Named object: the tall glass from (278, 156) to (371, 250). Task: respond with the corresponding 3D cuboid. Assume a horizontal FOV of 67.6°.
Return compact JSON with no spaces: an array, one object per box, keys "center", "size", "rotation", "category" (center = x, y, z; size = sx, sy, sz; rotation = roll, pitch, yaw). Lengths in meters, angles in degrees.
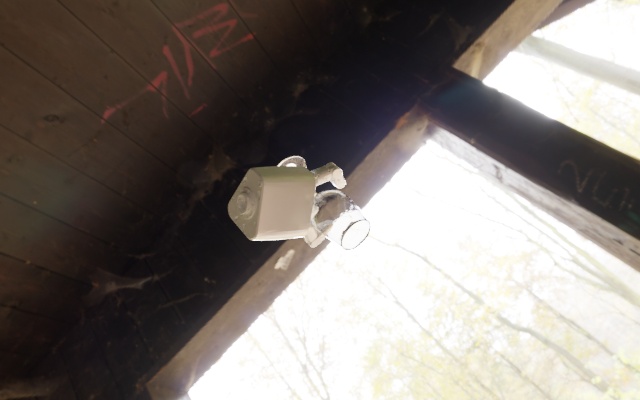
[{"center":[0.000,0.002,0.830],"size":[0.079,0.079,0.201],"rotation":[0,33,-44],"category":"tall glass"}]
